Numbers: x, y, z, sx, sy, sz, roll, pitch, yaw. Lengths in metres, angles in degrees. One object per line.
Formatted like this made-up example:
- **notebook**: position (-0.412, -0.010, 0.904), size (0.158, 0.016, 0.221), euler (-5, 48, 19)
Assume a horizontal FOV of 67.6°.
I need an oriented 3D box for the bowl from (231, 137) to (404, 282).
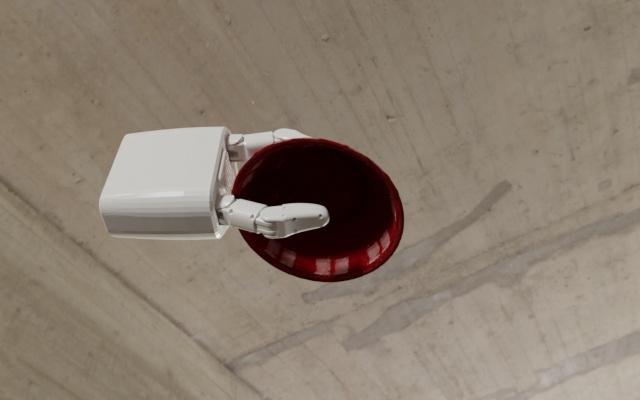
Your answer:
- **bowl**: position (0.001, 0.002, 0.458), size (0.162, 0.162, 0.055), euler (0, 34, 13)
